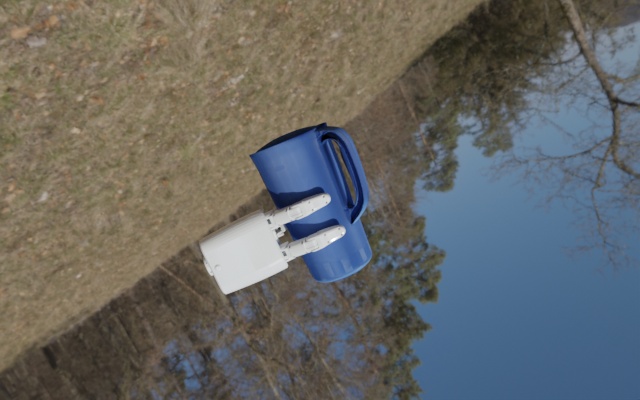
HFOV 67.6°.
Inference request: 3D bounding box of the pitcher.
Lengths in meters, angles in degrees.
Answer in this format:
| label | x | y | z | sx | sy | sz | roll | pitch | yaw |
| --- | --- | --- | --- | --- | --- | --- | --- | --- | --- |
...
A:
| label | x | y | z | sx | sy | sz | roll | pitch | yaw |
| --- | --- | --- | --- | --- | --- | --- | --- | --- | --- |
| pitcher | 0.000 | 0.003 | 0.769 | 0.145 | 0.243 | 0.149 | -25 | 10 | -8 |
